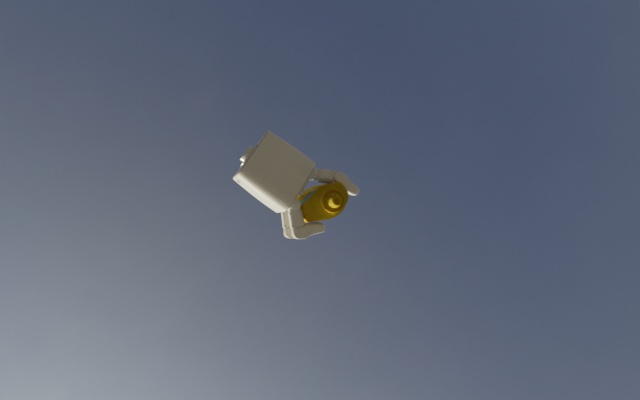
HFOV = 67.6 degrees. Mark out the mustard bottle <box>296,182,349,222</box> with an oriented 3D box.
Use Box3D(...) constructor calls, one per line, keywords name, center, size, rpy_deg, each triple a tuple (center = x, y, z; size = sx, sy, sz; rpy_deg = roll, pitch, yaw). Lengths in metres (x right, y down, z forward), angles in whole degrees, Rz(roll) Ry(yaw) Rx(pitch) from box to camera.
Box3D(name="mustard bottle", center=(0.000, 0.003, 0.872), size=(0.096, 0.058, 0.191), rpy_deg=(-31, 6, -16))
